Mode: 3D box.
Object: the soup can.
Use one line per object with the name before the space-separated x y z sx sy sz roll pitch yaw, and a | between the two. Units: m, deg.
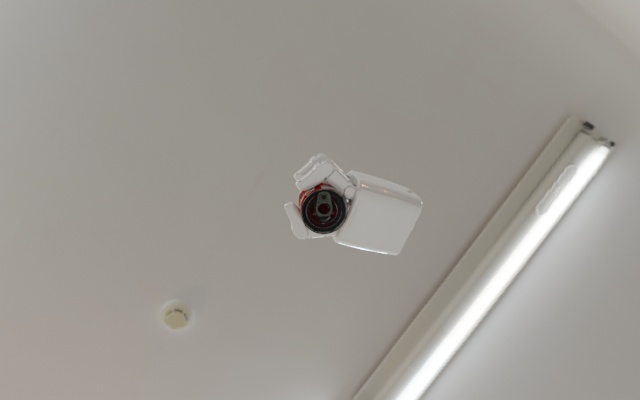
soup can | 0.000 0.002 0.728 0.068 0.068 0.102 0 16 -7
